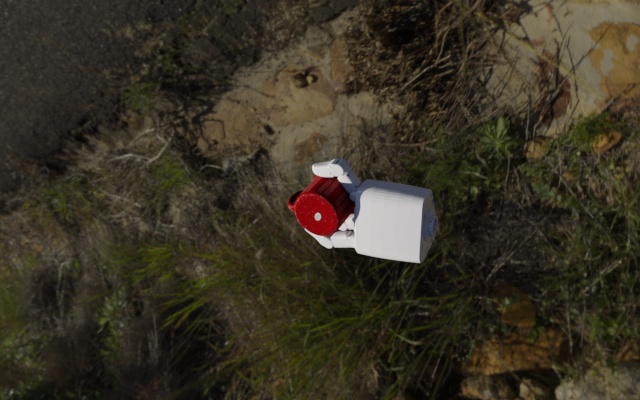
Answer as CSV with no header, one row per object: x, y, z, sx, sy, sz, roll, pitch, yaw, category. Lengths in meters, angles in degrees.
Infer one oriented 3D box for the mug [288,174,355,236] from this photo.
-0.001,0.002,0.773,0.117,0.093,0.081,7,33,27,mug
